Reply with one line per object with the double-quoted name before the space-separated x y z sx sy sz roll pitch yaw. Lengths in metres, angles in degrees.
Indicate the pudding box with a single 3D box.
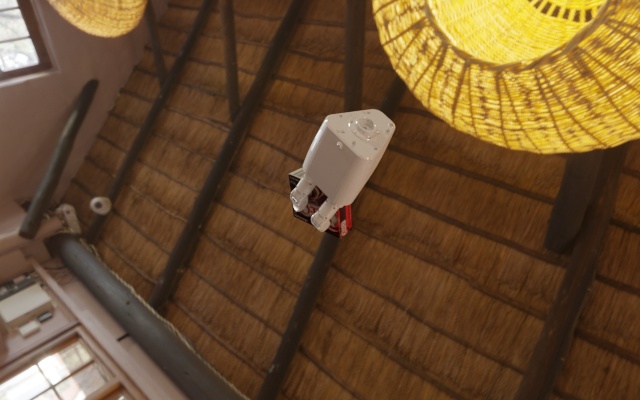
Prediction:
"pudding box" 0.000 0.003 0.807 0.113 0.090 0.039 25 43 38
